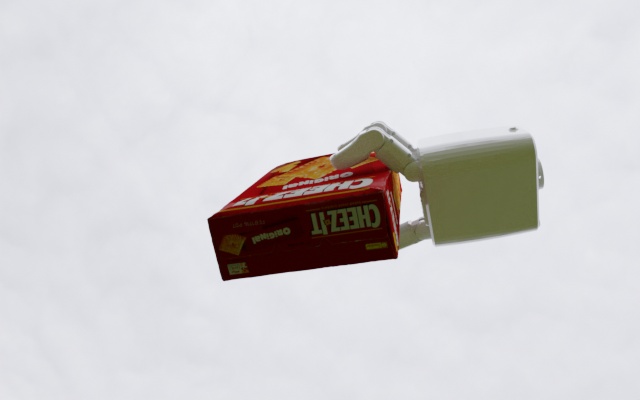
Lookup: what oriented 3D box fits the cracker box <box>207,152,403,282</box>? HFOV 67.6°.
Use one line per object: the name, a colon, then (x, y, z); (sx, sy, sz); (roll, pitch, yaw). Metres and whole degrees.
cracker box: (0.000, 0.002, 0.509); (0.164, 0.072, 0.213); (-10, 14, 14)
